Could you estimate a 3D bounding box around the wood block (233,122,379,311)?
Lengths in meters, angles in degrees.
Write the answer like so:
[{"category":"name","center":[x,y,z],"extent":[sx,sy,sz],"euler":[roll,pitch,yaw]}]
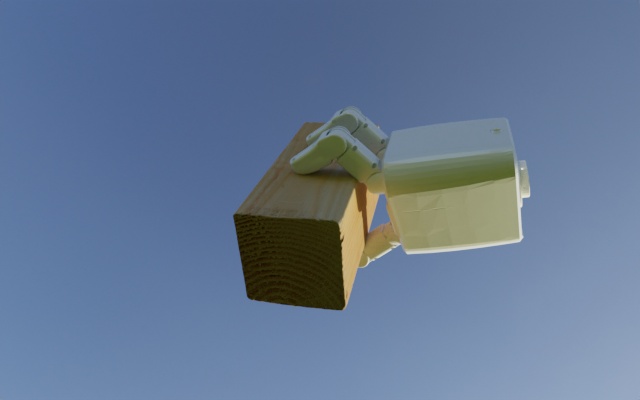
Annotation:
[{"category":"wood block","center":[0.001,0.002,0.470],"extent":[0.090,0.091,0.206],"euler":[3,30,15]}]
